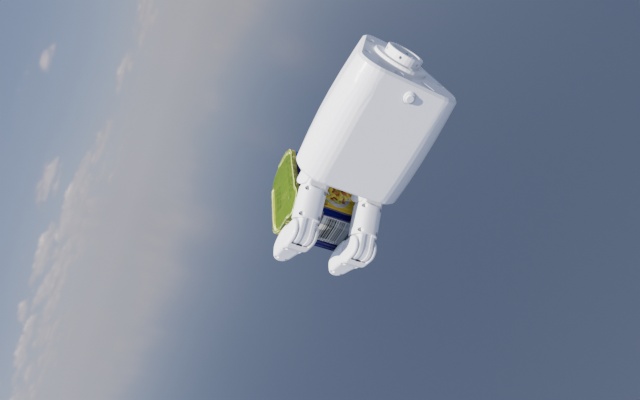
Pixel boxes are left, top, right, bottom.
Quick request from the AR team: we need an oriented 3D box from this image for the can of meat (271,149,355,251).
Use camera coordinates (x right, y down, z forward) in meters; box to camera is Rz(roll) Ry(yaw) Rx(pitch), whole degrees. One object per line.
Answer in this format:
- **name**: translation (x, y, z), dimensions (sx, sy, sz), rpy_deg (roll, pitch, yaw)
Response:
- **can of meat**: translation (0.000, 0.001, 0.471), dimensions (0.084, 0.057, 0.102), rpy_deg (19, 33, -21)
